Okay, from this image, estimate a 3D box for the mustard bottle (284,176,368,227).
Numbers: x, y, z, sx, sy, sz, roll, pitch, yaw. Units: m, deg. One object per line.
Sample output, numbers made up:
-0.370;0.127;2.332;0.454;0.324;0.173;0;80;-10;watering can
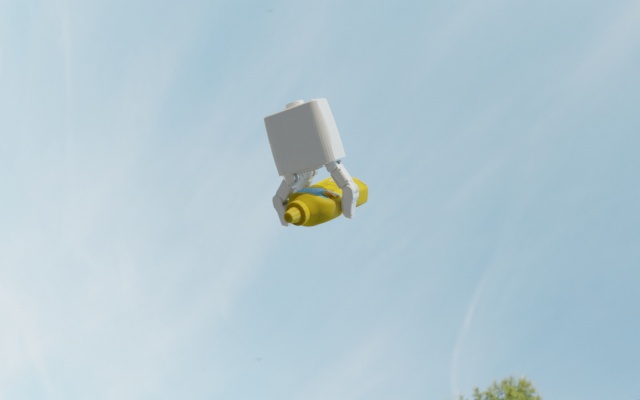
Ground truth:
0.000;0.003;0.830;0.096;0.058;0.191;13;21;30;mustard bottle
